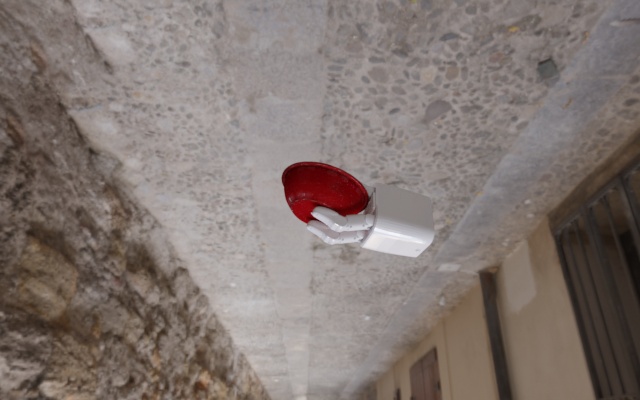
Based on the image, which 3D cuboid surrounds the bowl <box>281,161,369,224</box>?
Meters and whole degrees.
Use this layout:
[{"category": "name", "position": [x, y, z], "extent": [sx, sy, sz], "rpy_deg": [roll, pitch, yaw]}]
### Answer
[{"category": "bowl", "position": [-0.001, 0.003, 0.833], "extent": [0.162, 0.055, 0.162], "rpy_deg": [15, -30, 9]}]
